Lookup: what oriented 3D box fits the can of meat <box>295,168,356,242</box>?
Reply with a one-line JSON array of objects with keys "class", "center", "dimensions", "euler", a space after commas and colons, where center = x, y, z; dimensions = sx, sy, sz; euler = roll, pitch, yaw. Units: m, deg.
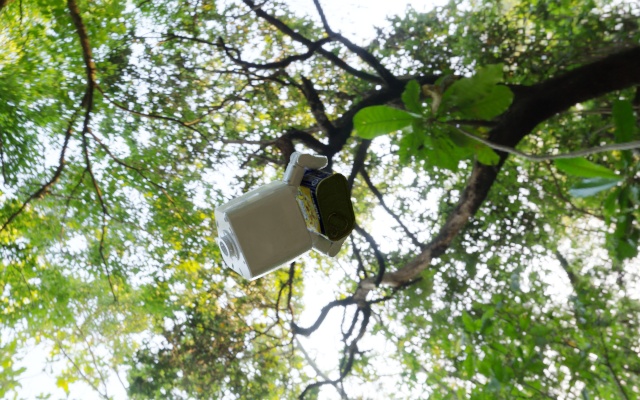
[{"class": "can of meat", "center": [0.000, 0.002, 0.732], "dimensions": [0.057, 0.102, 0.084], "euler": [-28, 27, -29]}]
